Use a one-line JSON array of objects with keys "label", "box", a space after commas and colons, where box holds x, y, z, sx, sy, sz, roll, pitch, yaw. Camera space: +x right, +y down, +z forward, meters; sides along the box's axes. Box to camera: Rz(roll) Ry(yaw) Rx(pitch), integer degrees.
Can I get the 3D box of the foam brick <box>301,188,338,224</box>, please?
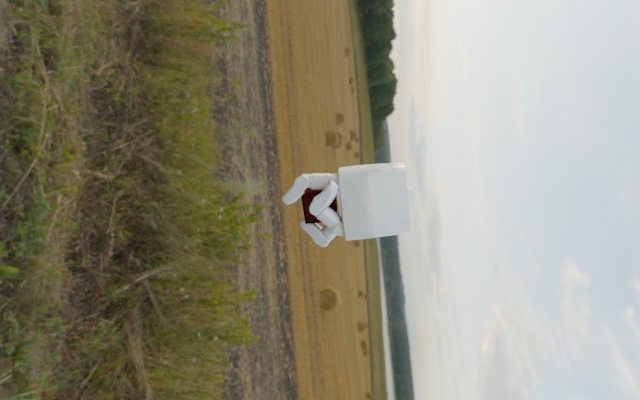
[{"label": "foam brick", "box": [0.000, 0.002, 0.804, 0.051, 0.053, 0.078, -6, 15, 6]}]
